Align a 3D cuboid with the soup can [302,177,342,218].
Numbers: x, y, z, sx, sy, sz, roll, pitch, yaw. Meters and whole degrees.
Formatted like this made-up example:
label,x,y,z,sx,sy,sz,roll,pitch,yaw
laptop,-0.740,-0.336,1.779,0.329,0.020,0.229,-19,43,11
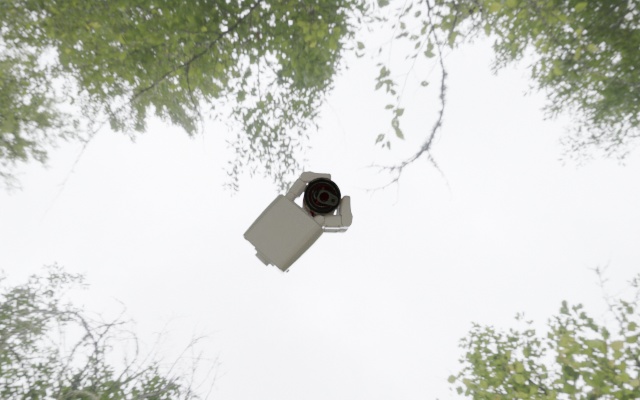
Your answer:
label,x,y,z,sx,sy,sz,roll,pitch,yaw
soup can,0.000,0.003,0.894,0.068,0.068,0.102,0,-13,-4
